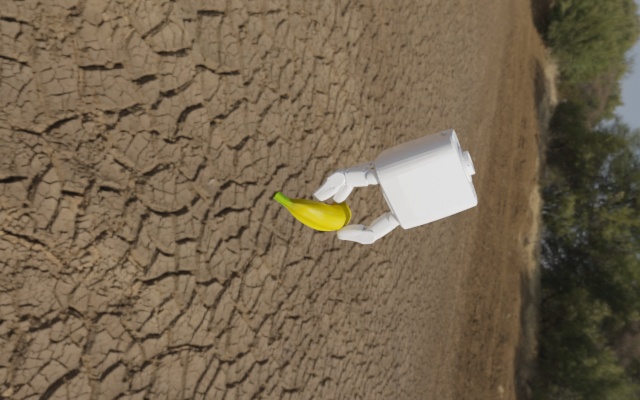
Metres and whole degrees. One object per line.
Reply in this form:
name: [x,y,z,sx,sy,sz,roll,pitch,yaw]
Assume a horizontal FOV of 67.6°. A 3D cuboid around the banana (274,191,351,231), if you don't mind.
banana: [0.009,0.016,0.711,0.037,0.069,0.198,-43,-22,17]
